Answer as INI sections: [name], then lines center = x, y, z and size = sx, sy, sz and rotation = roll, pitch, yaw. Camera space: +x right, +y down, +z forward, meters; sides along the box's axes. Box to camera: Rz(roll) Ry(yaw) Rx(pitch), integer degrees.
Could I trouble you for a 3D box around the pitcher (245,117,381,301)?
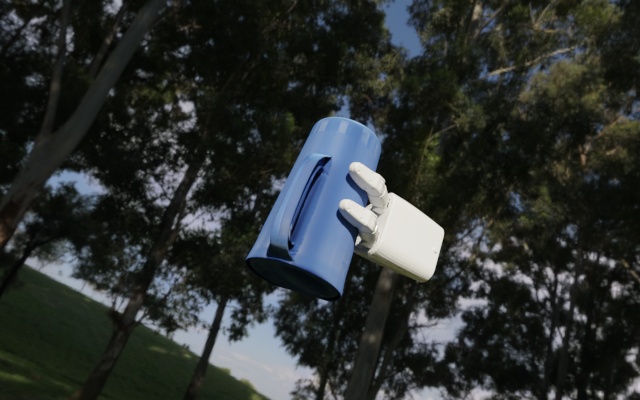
[pitcher]
center = 0.000, 0.002, 0.657
size = 0.145, 0.242, 0.149
rotation = 31, -26, -21
